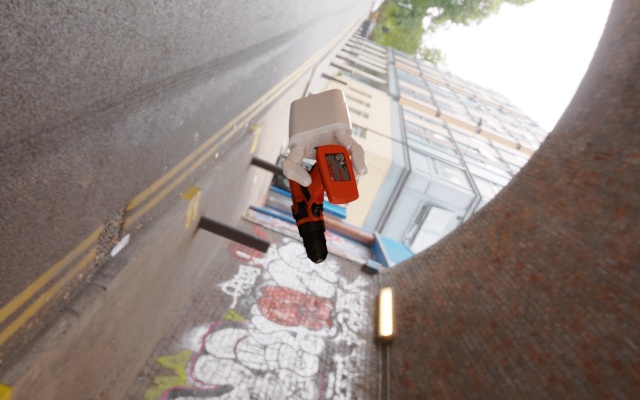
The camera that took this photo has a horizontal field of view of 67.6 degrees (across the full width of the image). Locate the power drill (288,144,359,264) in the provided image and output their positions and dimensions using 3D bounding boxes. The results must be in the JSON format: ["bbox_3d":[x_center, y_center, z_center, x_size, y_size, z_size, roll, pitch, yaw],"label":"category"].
[{"bbox_3d":[0.000,0.002,0.829,0.057,0.184,0.188,-7,-19,-26],"label":"power drill"}]
